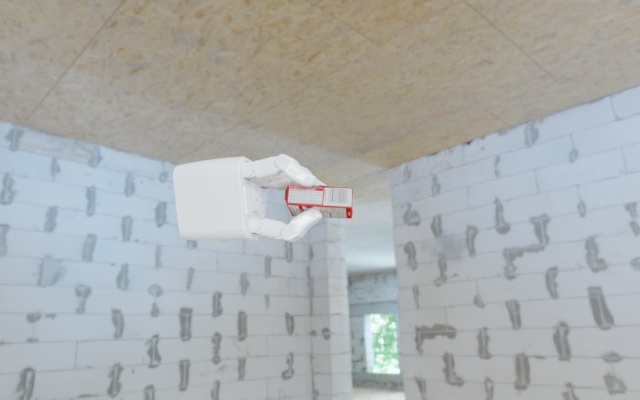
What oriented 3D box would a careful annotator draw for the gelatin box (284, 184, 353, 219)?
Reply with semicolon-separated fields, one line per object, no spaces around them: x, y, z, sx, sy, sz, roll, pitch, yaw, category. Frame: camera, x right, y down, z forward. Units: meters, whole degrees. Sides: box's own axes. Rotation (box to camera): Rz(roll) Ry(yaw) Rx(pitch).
0.000;0.003;0.650;0.089;0.030;0.073;3;-14;5;gelatin box
